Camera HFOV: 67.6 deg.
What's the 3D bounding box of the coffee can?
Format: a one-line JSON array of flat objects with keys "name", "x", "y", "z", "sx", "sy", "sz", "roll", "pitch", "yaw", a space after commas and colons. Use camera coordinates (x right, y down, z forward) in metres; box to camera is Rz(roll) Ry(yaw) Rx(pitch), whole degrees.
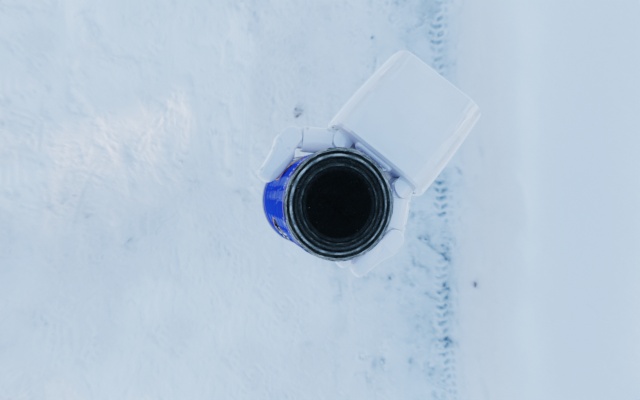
[{"name": "coffee can", "x": 0.000, "y": 0.002, "z": 0.490, "sx": 0.103, "sy": 0.103, "sz": 0.140, "roll": 0, "pitch": 2, "yaw": -15}]
